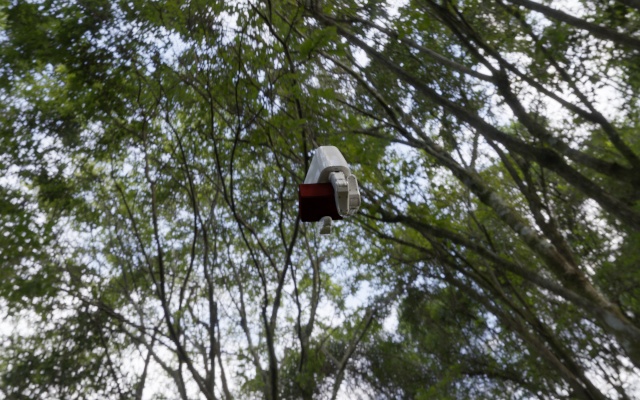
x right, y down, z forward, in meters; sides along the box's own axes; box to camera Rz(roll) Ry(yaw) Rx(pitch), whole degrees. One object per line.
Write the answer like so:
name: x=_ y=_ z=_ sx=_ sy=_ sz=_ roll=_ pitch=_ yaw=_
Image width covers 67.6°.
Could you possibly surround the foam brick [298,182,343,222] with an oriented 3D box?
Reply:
foam brick: x=0.000 y=0.003 z=0.856 sx=0.078 sy=0.053 sz=0.051 roll=-2 pitch=30 yaw=-9
